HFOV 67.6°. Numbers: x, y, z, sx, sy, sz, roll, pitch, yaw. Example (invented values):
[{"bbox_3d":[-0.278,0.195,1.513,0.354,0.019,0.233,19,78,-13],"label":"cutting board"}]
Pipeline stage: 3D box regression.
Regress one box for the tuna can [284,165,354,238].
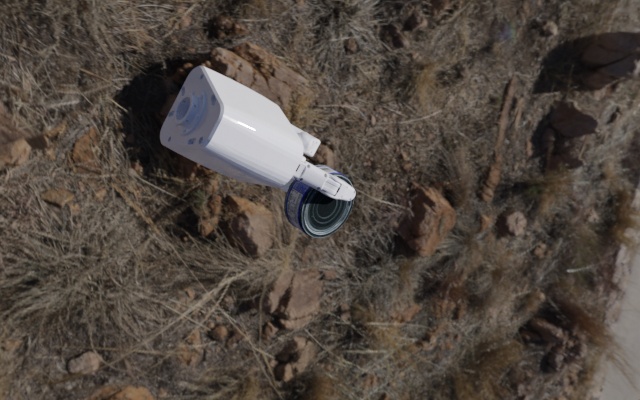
[{"bbox_3d":[0.000,0.002,0.582,0.086,0.086,0.033,0,22,-42],"label":"tuna can"}]
